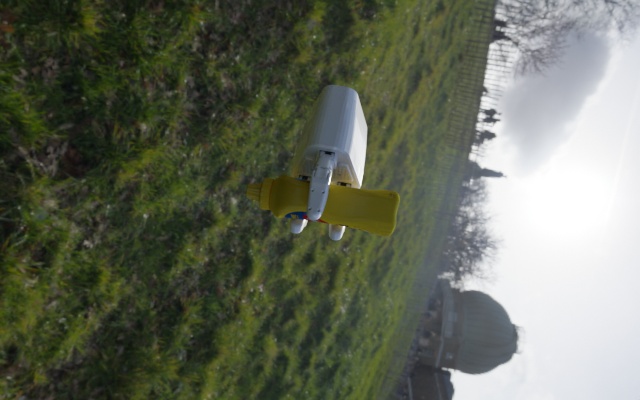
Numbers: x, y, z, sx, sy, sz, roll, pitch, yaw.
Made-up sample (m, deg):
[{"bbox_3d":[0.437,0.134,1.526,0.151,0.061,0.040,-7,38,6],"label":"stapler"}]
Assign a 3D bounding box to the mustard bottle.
[{"bbox_3d":[0.000,0.002,0.610,0.191,0.058,0.096,10,-3,3],"label":"mustard bottle"}]
